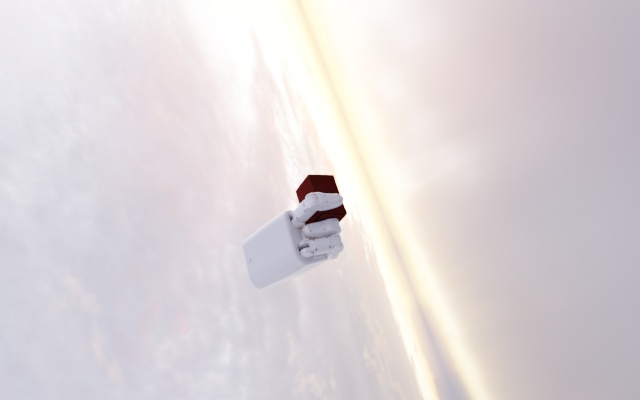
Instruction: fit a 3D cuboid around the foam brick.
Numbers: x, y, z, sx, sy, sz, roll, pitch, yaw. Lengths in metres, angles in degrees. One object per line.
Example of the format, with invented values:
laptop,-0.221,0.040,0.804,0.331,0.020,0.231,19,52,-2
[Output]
foam brick,0.000,0.002,0.783,0.053,0.078,0.051,2,-34,-32
